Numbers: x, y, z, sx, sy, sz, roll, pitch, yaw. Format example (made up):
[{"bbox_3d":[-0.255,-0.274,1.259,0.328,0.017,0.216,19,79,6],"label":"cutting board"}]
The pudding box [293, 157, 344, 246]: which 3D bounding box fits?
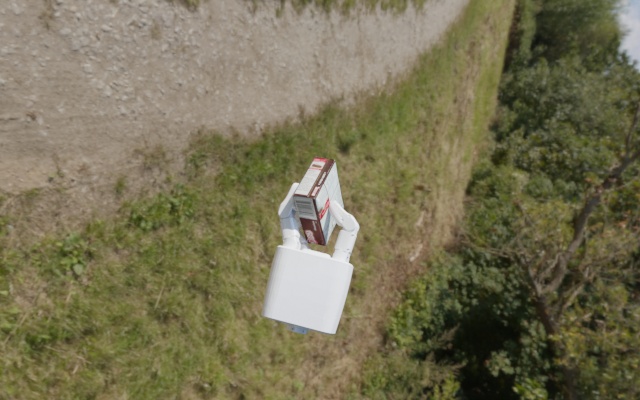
[{"bbox_3d":[0.000,0.003,0.751,0.039,0.090,0.114,10,-40,20],"label":"pudding box"}]
